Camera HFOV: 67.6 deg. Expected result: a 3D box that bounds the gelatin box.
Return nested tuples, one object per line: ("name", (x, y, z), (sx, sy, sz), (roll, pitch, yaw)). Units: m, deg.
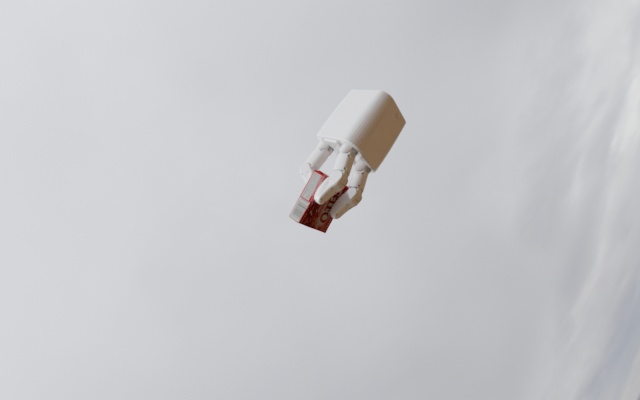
("gelatin box", (0.000, 0.003, 0.775), (0.030, 0.089, 0.073), (33, 5, 40))
